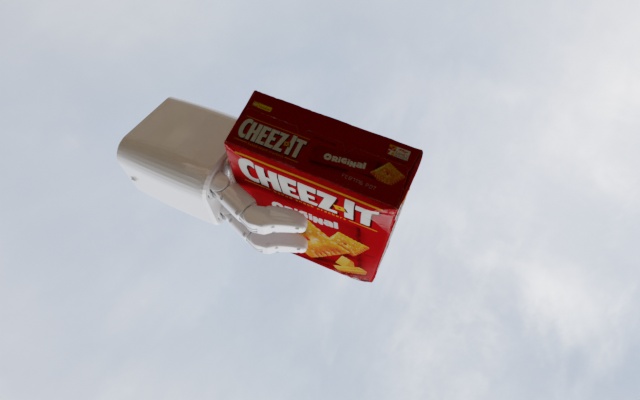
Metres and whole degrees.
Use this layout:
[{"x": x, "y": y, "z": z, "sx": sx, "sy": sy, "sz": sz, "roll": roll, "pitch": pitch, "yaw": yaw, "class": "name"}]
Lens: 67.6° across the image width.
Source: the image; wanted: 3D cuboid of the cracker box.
[{"x": 0.000, "y": 0.002, "z": 0.500, "sx": 0.164, "sy": 0.072, "sz": 0.214, "roll": 21, "pitch": -24, "yaw": 10, "class": "cracker box"}]
